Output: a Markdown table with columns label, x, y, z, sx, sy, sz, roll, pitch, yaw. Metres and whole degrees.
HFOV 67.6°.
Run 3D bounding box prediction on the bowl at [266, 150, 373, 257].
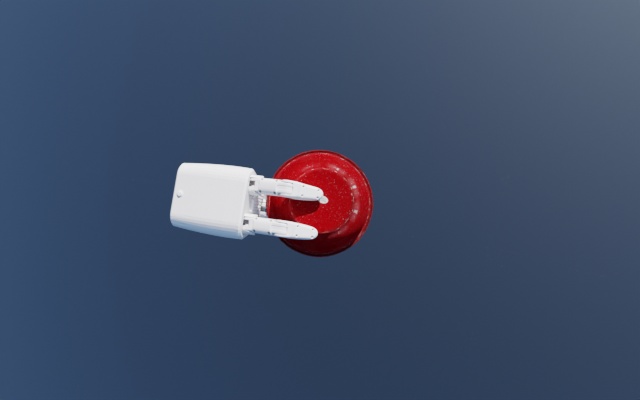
| label | x | y | z | sx | sy | sz | roll | pitch | yaw |
| --- | --- | --- | --- | --- | --- | --- | --- | --- | --- |
| bowl | 0.001 | 0.002 | 0.693 | 0.162 | 0.162 | 0.055 | 0 | -4 | -3 |
